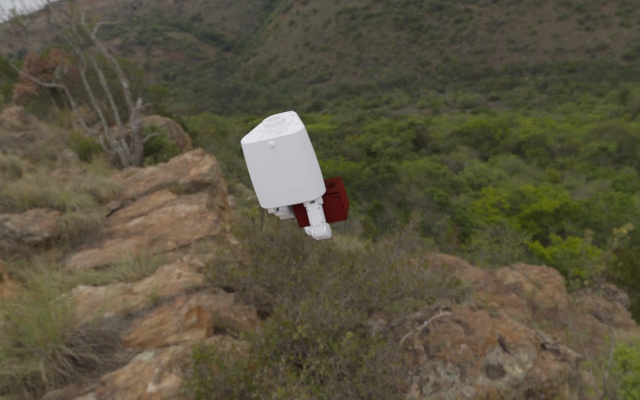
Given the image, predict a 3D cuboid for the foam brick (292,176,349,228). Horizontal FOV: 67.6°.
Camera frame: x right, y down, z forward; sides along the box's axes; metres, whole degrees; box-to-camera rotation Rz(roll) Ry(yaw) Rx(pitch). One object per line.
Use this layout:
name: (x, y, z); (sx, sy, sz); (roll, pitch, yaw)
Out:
foam brick: (0.000, 0.002, 0.732); (0.078, 0.051, 0.053); (-11, 27, 11)
